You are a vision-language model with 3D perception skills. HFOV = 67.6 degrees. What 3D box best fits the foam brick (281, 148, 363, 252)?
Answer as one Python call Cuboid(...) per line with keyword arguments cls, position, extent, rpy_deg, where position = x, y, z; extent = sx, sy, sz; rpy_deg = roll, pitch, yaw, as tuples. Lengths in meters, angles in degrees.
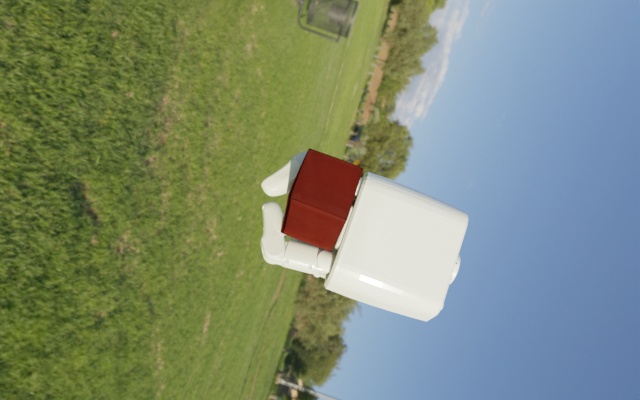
Cuboid(cls="foam brick", position=(0.000, 0.001, 0.421), extent=(0.051, 0.053, 0.078), rpy_deg=(21, -27, 1))
